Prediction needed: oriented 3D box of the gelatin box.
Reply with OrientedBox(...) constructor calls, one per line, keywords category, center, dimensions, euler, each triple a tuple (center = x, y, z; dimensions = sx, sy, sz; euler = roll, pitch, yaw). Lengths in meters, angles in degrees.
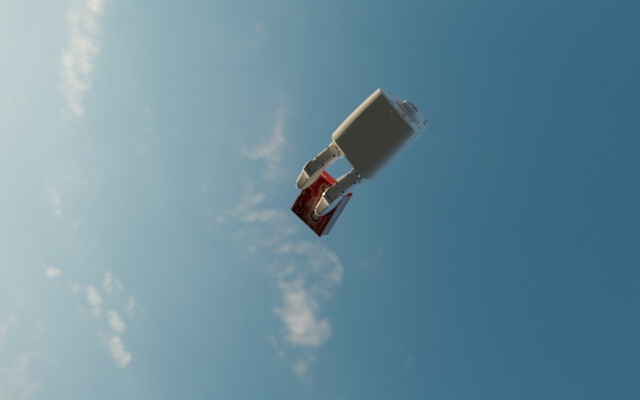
OrientedBox(category="gelatin box", center=(0.000, 0.003, 0.783), dimensions=(0.073, 0.089, 0.030), euler=(42, 28, 23))
